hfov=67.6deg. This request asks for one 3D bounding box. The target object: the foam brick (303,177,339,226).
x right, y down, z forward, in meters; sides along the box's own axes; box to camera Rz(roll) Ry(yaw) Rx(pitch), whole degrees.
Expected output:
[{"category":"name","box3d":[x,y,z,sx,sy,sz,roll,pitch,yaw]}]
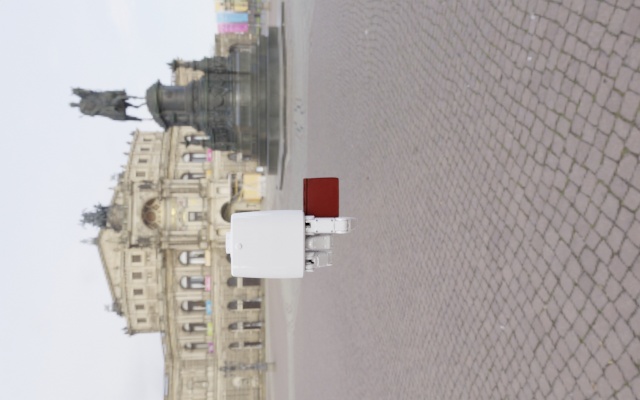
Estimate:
[{"category":"foam brick","box3d":[0.000,0.002,0.740,0.051,0.078,0.053,0,2,-6]}]
